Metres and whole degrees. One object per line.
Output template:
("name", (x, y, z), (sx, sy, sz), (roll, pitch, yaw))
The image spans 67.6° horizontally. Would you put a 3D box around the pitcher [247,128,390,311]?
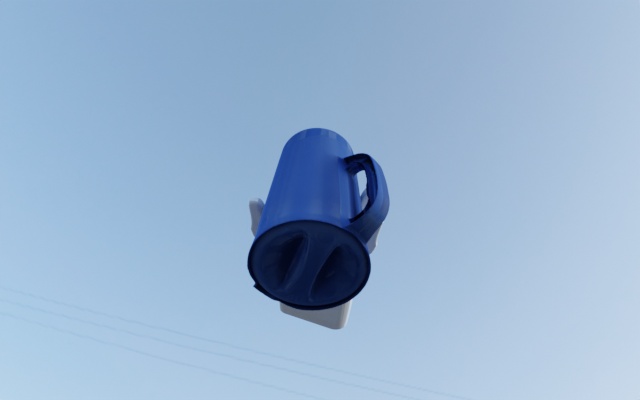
("pitcher", (0.000, 0.002, 0.601), (0.149, 0.145, 0.242), (3, 36, 1))
